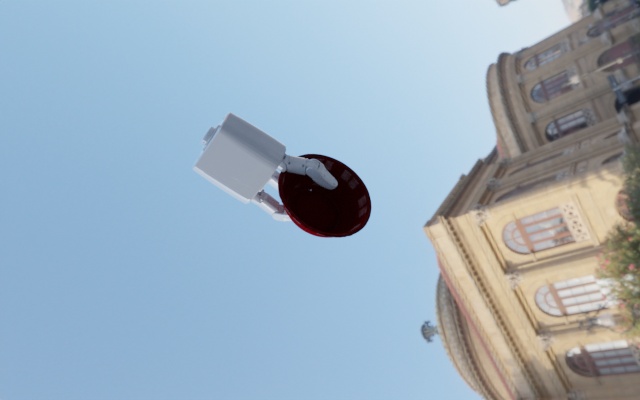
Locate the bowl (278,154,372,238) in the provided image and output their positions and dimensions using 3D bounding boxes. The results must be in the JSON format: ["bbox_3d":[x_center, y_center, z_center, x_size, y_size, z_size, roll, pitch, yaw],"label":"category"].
[{"bbox_3d":[0.001,0.004,0.781,0.162,0.162,0.055,0,-34,-26],"label":"bowl"}]
